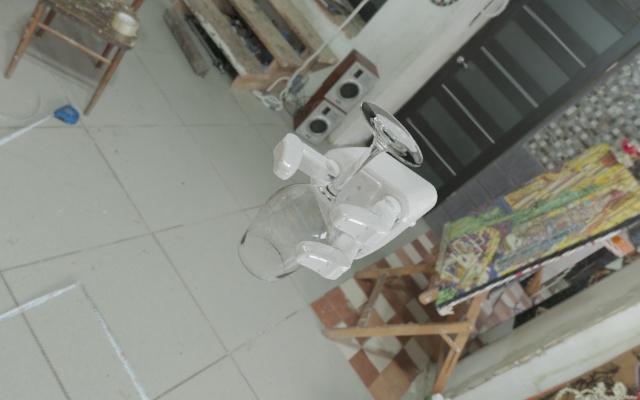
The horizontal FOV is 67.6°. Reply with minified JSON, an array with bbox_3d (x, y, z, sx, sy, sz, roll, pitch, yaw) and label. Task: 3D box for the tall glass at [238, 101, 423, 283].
[{"bbox_3d":[0.000,0.001,0.462,0.201,0.079,0.079,-44,-25,29],"label":"tall glass"}]
